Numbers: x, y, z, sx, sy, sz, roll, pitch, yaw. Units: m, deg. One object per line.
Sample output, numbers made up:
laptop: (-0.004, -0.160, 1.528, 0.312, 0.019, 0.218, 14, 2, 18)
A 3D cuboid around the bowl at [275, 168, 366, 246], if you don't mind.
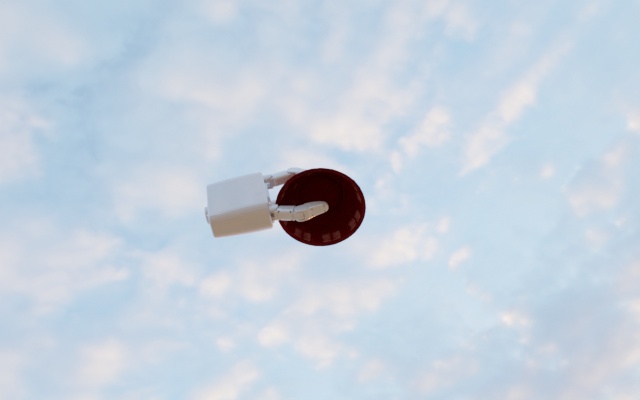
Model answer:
bowl: (0.001, 0.003, 0.869, 0.162, 0.162, 0.055, 0, 30, 0)
